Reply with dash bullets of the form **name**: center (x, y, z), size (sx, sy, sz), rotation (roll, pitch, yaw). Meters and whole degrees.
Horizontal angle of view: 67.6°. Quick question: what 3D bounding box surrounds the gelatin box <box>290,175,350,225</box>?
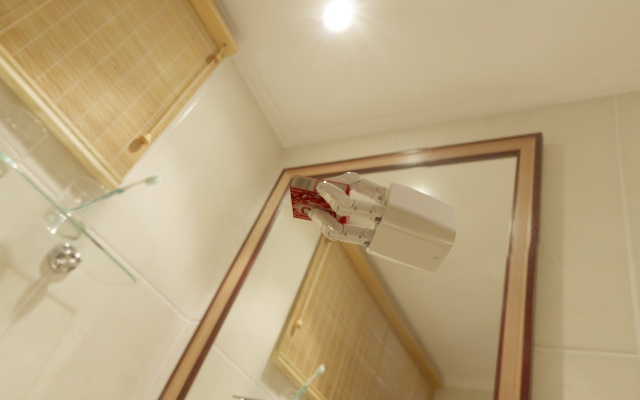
- **gelatin box**: center (0.000, 0.002, 0.731), size (0.089, 0.030, 0.073), rotation (11, -39, 11)
